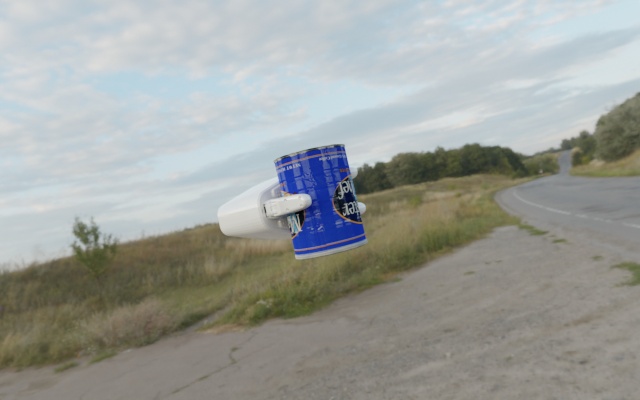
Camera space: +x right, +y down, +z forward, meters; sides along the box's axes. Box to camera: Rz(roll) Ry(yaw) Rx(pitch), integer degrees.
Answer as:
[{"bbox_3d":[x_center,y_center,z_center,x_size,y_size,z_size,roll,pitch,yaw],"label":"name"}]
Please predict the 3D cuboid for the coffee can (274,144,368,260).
[{"bbox_3d":[0.000,0.002,0.664,0.103,0.140,0.103,-13,-1,0],"label":"coffee can"}]
